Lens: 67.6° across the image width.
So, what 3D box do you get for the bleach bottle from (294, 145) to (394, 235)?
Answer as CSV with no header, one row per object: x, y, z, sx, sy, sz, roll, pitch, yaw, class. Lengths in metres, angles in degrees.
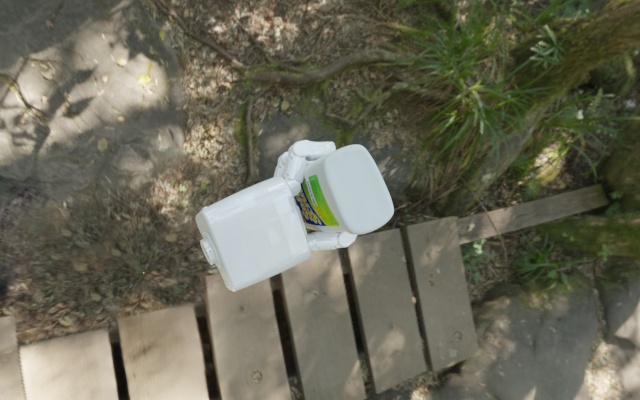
0.000,0.002,0.640,0.068,0.102,0.251,-24,1,-22,bleach bottle
